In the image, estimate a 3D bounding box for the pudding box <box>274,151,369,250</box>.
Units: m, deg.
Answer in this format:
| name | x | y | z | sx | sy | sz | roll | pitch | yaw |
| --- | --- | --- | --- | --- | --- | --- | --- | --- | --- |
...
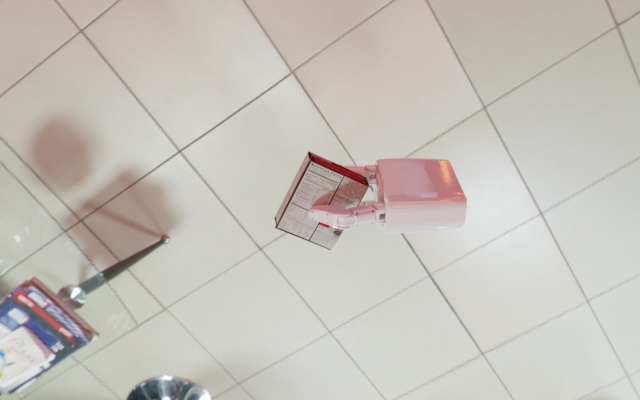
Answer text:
| name | x | y | z | sx | sy | sz | roll | pitch | yaw |
| --- | --- | --- | --- | --- | --- | --- | --- | --- | --- |
| pudding box | 0.000 | 0.002 | 0.648 | 0.090 | 0.113 | 0.039 | 24 | 19 | -14 |
